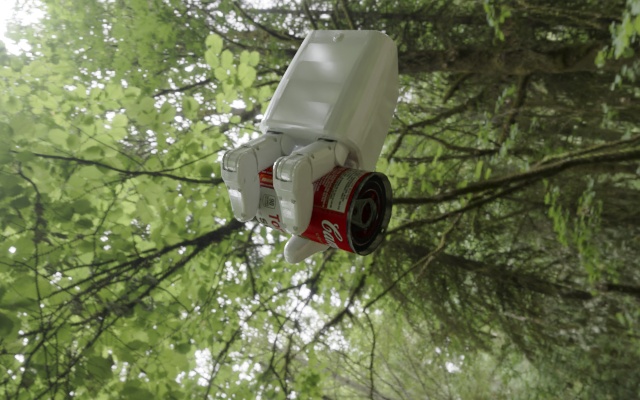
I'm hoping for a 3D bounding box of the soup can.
[{"bbox_3d":[0.000,0.002,0.403,0.102,0.068,0.068,13,7,33],"label":"soup can"}]
